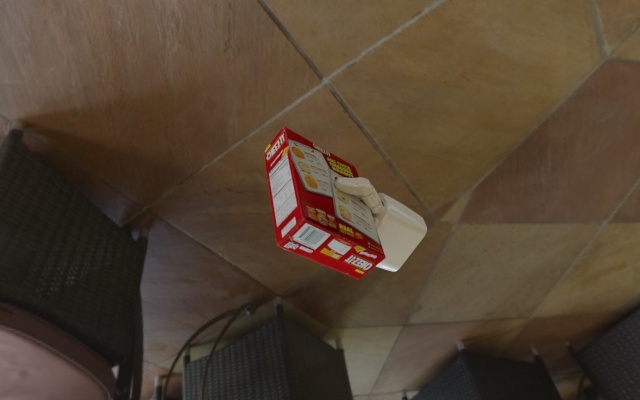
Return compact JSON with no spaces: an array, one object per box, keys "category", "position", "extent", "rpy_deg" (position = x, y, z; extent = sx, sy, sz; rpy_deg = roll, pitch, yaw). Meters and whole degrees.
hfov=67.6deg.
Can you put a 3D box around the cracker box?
[{"category":"cracker box","position":[0.000,0.002,0.752],"extent":[0.164,0.213,0.072],"rpy_deg":[26,-58,-33]}]
